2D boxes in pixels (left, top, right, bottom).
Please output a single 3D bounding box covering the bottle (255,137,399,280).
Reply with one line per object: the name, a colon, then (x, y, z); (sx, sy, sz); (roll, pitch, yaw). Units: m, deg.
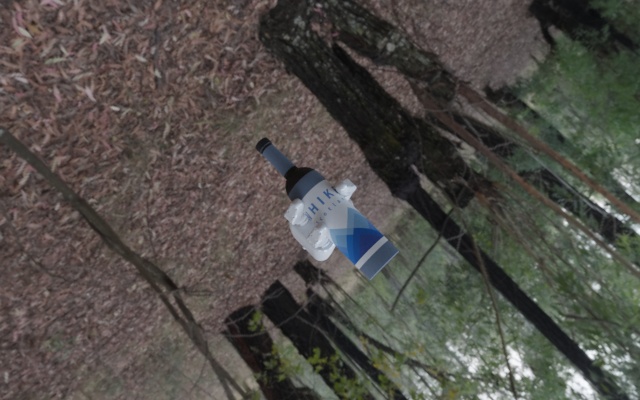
bottle: (0.000, 0.003, 0.791); (0.295, 0.069, 0.069); (45, 11, 12)
